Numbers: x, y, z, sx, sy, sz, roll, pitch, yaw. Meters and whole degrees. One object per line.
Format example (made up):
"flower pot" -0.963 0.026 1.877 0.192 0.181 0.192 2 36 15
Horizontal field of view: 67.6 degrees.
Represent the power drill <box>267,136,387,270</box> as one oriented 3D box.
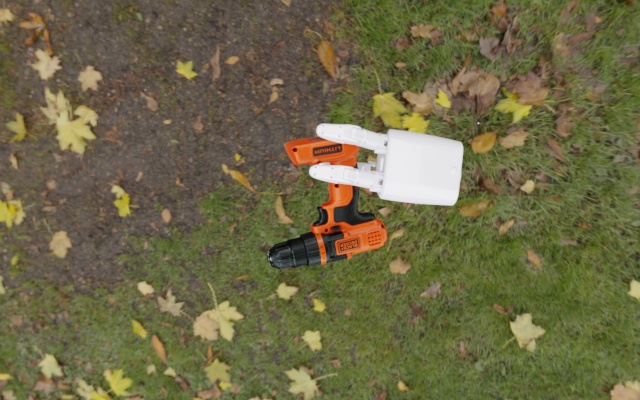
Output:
"power drill" 0.000 0.002 0.699 0.184 0.188 0.057 -13 17 -13
